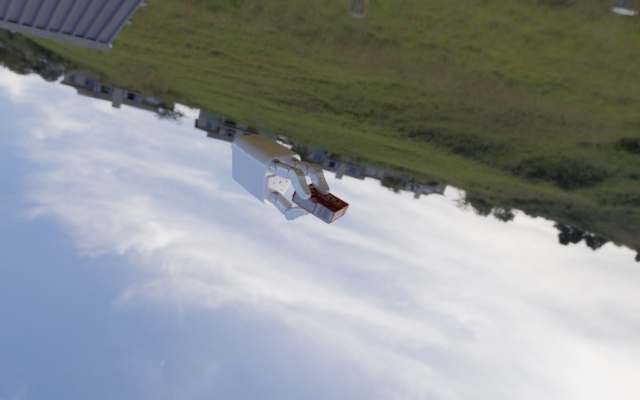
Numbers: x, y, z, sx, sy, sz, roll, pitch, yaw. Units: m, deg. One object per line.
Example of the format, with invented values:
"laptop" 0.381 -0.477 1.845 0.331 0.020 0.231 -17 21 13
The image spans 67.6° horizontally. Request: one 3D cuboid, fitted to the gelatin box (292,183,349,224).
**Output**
"gelatin box" 0.000 0.004 0.900 0.089 0.030 0.073 32 23 16
